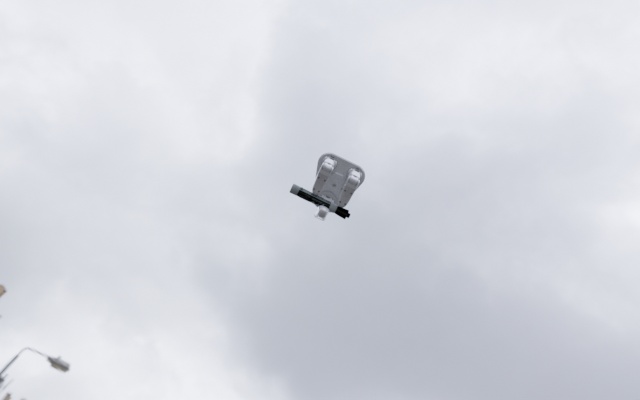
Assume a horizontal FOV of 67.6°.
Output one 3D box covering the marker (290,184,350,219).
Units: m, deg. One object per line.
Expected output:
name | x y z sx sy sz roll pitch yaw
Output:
marker | 0.000 0.003 0.890 0.121 0.020 0.020 26 -1 -1
